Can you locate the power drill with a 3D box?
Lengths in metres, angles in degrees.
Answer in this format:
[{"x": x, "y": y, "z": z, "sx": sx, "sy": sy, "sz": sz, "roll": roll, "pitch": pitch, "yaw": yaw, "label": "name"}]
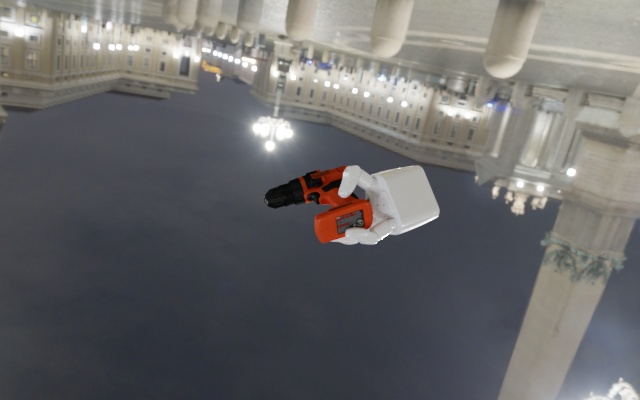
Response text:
[{"x": 0.001, "y": 0.003, "z": 0.872, "sx": 0.184, "sy": 0.057, "sz": 0.187, "roll": -19, "pitch": 31, "yaw": -10, "label": "power drill"}]
